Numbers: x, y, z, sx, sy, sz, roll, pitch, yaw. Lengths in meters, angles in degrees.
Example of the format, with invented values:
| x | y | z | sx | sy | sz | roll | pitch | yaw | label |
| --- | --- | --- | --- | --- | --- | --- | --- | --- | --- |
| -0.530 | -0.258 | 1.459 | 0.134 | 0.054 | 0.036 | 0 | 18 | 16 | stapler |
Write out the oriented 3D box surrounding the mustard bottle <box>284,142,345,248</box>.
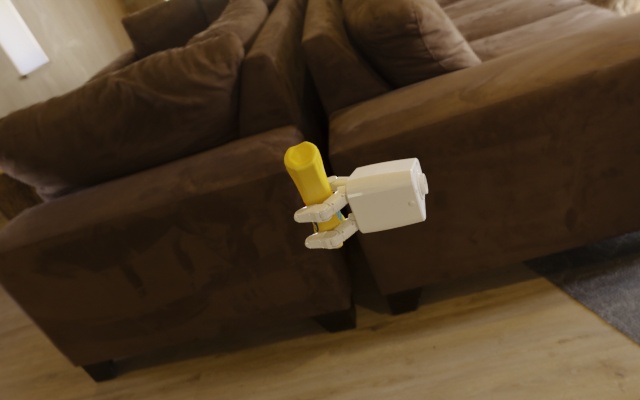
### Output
| x | y | z | sx | sy | sz | roll | pitch | yaw | label |
| --- | --- | --- | --- | --- | --- | --- | --- | --- | --- |
| 0.000 | 0.003 | 0.799 | 0.058 | 0.192 | 0.096 | -23 | 30 | -1 | mustard bottle |
